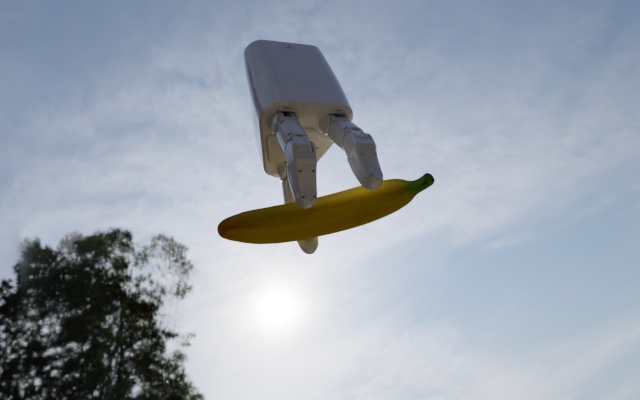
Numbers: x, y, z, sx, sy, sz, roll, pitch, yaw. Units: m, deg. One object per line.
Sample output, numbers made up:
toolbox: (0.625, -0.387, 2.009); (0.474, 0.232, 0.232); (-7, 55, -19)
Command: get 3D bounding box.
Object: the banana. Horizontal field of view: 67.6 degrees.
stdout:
banana: (0.004, 0.009, 0.452); (0.198, 0.037, 0.070); (-15, -25, -4)
